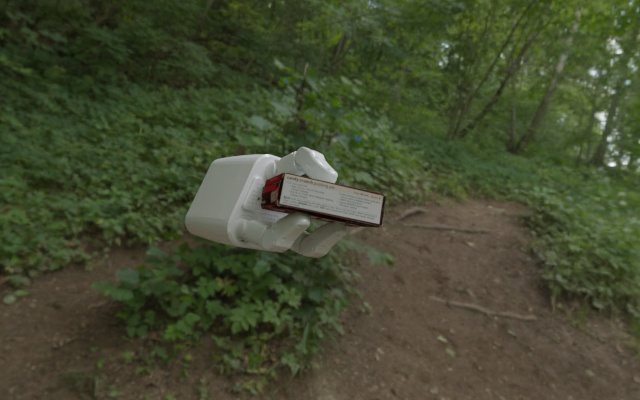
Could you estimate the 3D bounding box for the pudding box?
[{"bbox_3d":[0.000,0.001,0.504,0.113,0.039,0.090,10,-4,-16],"label":"pudding box"}]
